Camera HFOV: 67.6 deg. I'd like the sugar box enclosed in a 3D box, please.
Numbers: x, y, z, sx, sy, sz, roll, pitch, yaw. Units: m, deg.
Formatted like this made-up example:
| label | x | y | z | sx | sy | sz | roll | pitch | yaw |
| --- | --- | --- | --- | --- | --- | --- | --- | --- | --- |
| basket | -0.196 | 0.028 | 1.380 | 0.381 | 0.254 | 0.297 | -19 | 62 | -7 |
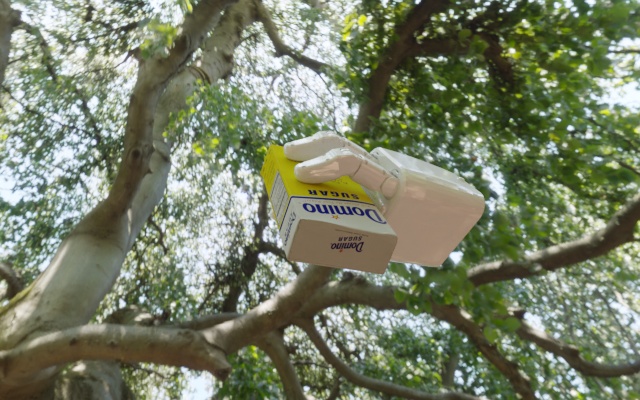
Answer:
| label | x | y | z | sx | sy | sz | roll | pitch | yaw |
| --- | --- | --- | --- | --- | --- | --- | --- | --- | --- |
| sugar box | 0.000 | 0.001 | 0.468 | 0.093 | 0.048 | 0.176 | 11 | 20 | -20 |
